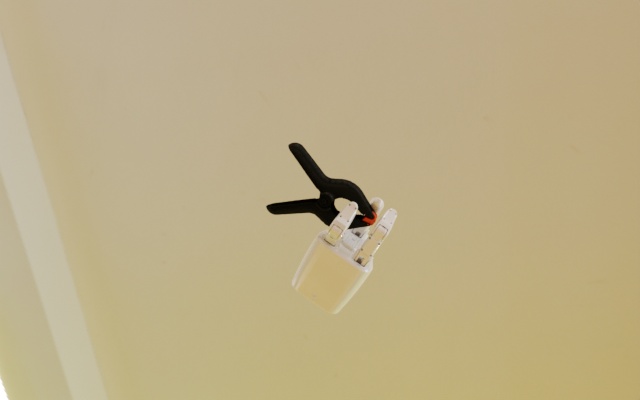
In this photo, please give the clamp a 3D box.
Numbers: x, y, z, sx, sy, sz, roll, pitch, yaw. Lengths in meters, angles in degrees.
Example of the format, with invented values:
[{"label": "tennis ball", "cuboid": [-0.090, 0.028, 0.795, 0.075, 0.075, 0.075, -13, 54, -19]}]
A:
[{"label": "clamp", "cuboid": [0.000, 0.002, 0.729, 0.171, 0.120, 0.039, 34, 28, 5]}]
